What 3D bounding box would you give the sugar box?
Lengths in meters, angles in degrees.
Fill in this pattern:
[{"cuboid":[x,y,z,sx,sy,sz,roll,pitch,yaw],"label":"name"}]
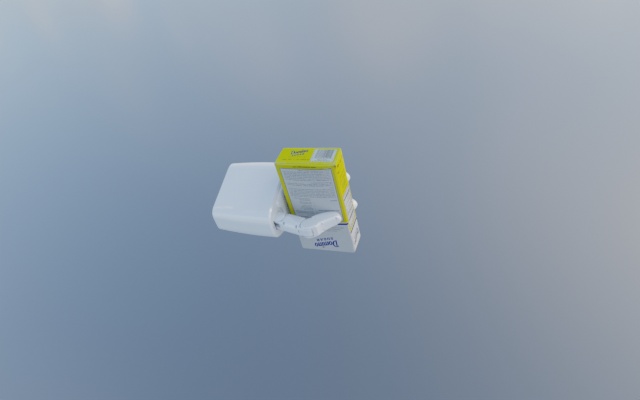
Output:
[{"cuboid":[0.000,0.002,0.727,0.093,0.176,0.048,3,45,21],"label":"sugar box"}]
